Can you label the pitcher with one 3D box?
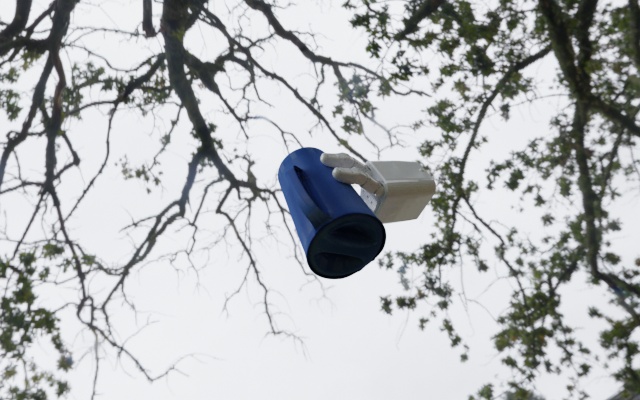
[{"bbox_3d":[0.000,0.003,0.819,0.145,0.149,0.242,-5,37,-20],"label":"pitcher"}]
